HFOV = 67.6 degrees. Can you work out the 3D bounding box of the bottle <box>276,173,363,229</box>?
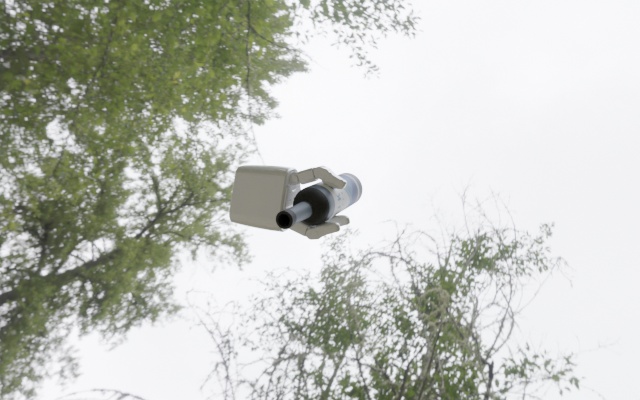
[{"bbox_3d":[0.000,0.003,0.827,0.069,0.069,0.295,0,10,22],"label":"bottle"}]
